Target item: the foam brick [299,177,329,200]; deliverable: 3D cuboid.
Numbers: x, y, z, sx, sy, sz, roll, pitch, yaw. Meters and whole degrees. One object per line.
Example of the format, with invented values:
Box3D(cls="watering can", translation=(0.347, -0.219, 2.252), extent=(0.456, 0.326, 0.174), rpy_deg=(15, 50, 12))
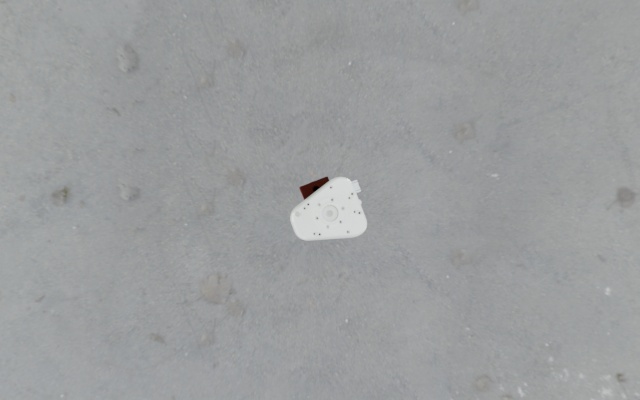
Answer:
Box3D(cls="foam brick", translation=(0.000, 0.003, 0.842), extent=(0.053, 0.078, 0.051), rpy_deg=(-21, -2, -4))
